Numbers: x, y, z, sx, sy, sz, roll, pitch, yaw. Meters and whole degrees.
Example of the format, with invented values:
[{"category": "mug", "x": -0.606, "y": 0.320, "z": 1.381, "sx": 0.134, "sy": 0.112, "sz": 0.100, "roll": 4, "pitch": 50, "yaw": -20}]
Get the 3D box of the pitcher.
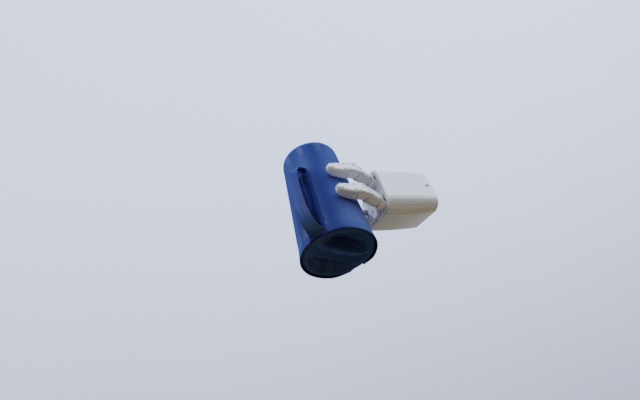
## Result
[{"category": "pitcher", "x": 0.000, "y": 0.003, "z": 0.854, "sx": 0.145, "sy": 0.242, "sz": 0.149, "roll": -2, "pitch": -44, "yaw": -18}]
